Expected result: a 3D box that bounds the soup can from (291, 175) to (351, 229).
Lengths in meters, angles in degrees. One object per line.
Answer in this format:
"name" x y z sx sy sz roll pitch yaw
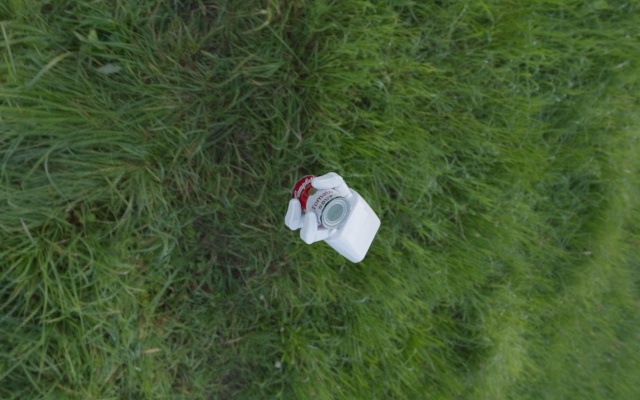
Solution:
"soup can" 0.000 0.003 0.893 0.068 0.068 0.102 0 25 -38
